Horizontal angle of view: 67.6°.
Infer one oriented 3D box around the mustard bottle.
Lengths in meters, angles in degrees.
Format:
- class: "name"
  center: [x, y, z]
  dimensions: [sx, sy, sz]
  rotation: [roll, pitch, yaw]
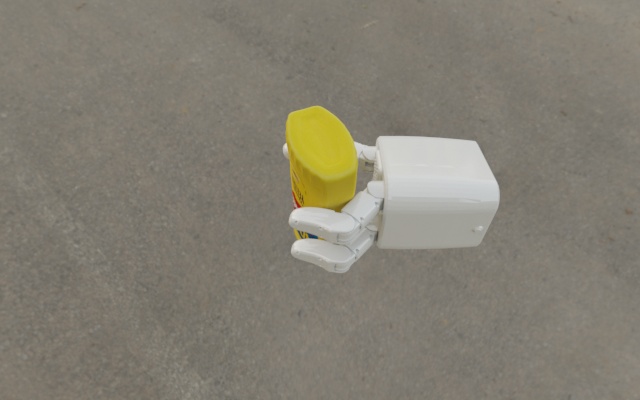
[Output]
- class: "mustard bottle"
  center: [0.000, 0.002, 0.503]
  dimensions: [0.058, 0.096, 0.192]
  rotation: [-19, -35, -14]
